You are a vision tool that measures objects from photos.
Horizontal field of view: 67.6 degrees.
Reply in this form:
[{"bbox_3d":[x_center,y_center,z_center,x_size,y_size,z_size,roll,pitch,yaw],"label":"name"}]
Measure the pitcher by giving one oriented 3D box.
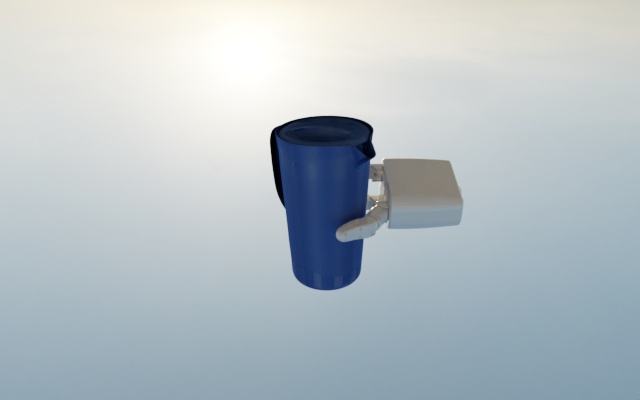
[{"bbox_3d":[0.000,0.002,0.703,0.145,0.243,0.149,-2,27,-3],"label":"pitcher"}]
